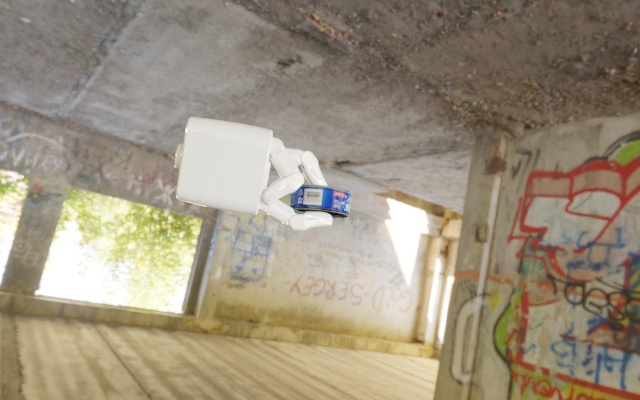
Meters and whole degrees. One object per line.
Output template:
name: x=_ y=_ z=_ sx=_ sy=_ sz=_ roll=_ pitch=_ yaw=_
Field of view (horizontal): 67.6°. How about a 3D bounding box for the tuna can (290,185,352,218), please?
tuna can: x=0.000 y=0.003 z=0.672 sx=0.086 sy=0.033 sz=0.086 roll=6 pitch=-8 yaw=1
